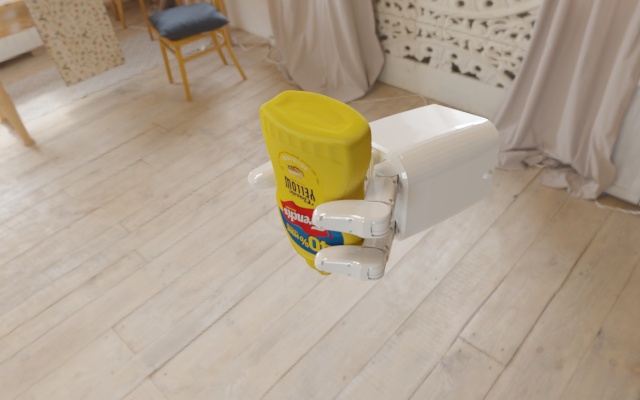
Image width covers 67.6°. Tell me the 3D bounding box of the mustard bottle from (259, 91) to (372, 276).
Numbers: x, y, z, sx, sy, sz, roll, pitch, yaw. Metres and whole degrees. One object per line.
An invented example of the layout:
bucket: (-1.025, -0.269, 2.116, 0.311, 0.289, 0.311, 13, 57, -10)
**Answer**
mustard bottle: (0.000, 0.001, 0.433, 0.096, 0.192, 0.058, 26, 51, 29)
